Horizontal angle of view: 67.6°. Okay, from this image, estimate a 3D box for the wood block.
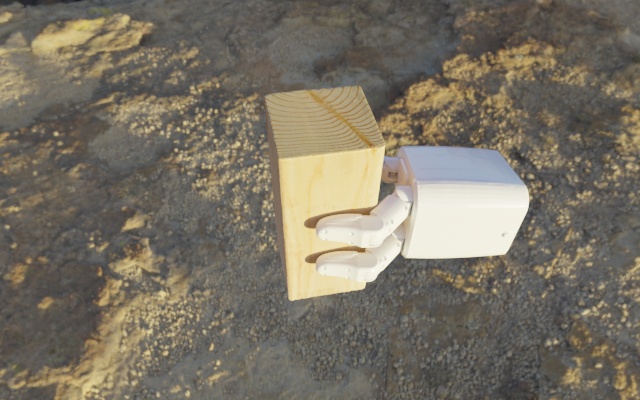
[{"bbox_3d":[0.000,0.001,0.476,0.090,0.090,0.206,-8,-43,-8],"label":"wood block"}]
